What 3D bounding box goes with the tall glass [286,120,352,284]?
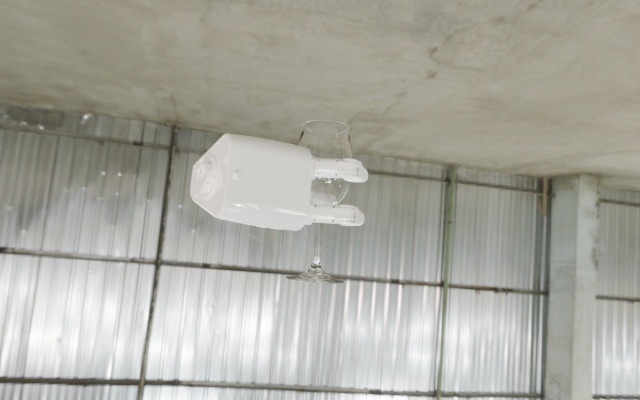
[{"bbox_3d":[0.000,0.003,0.612,0.079,0.201,0.079,4,-6,1],"label":"tall glass"}]
